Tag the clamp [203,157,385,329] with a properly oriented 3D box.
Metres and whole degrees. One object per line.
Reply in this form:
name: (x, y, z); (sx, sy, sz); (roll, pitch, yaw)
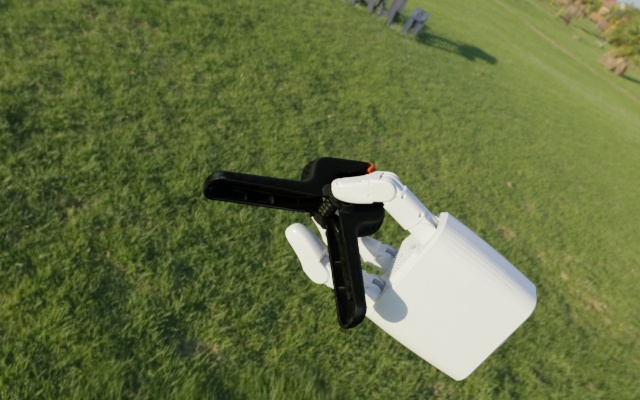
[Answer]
clamp: (0.001, 0.001, 0.443); (0.036, 0.164, 0.210); (-49, 1, 33)
